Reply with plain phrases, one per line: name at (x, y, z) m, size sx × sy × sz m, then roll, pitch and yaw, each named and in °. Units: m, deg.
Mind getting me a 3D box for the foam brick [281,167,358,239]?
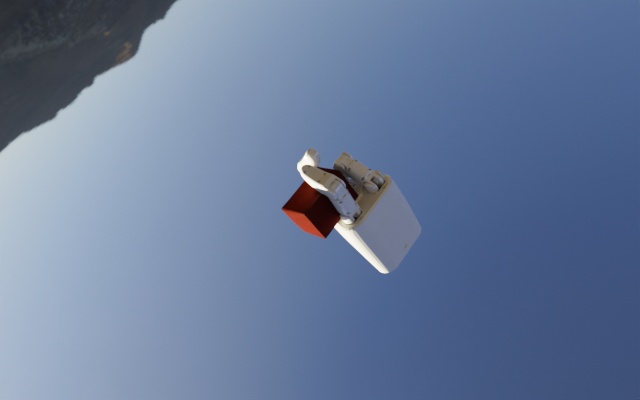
foam brick at (0.000, 0.002, 0.625) m, size 0.053 × 0.078 × 0.051 m, roll 14°, pitch -30°, yaw 51°
